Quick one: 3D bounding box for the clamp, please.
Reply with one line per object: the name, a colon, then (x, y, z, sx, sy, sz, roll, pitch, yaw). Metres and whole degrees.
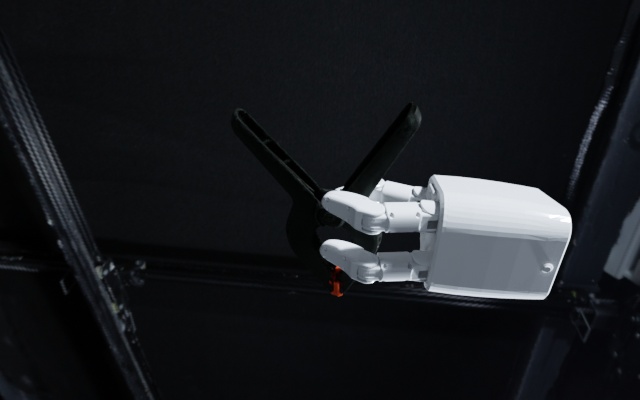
clamp: (0.000, 0.002, 0.457, 0.164, 0.210, 0.036, 6, 32, 7)
